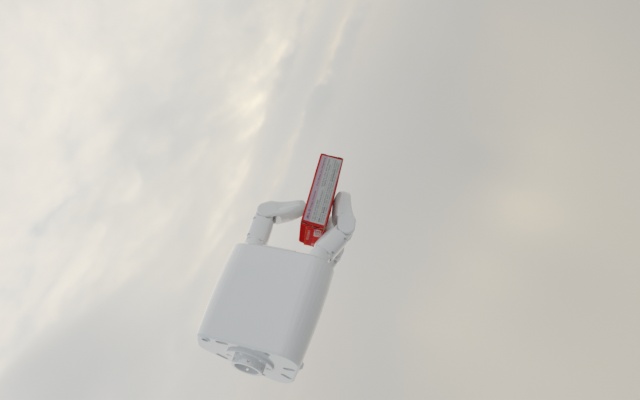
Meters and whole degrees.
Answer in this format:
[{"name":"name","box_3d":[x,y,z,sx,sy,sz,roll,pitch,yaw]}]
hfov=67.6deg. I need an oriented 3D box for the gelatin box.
[{"name":"gelatin box","box_3d":[0.000,0.001,0.551,0.030,0.089,0.073,15,-22,0]}]
